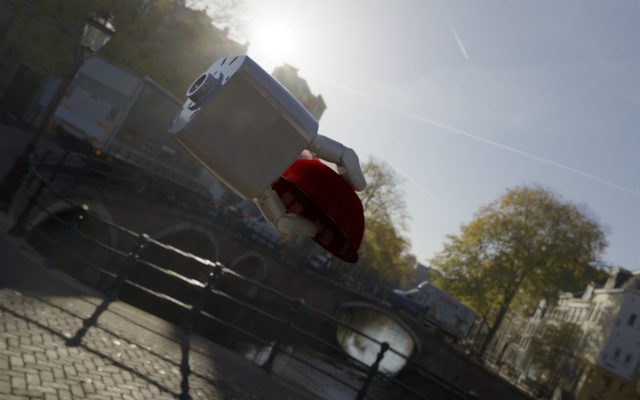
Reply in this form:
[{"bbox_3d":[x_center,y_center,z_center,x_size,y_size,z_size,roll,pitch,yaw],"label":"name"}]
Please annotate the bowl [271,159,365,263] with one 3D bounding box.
[{"bbox_3d":[0.001,0.002,0.578,0.055,0.162,0.162,-46,15,-15],"label":"bowl"}]
